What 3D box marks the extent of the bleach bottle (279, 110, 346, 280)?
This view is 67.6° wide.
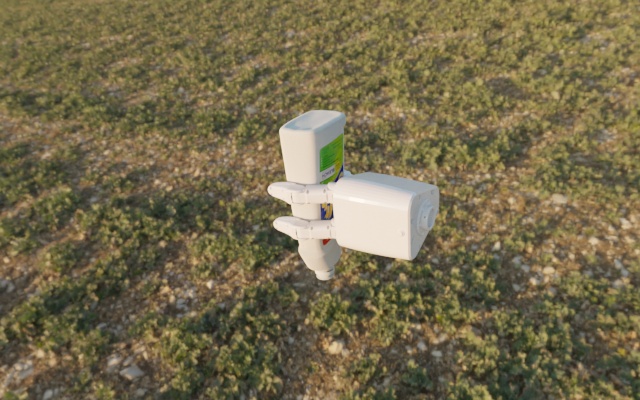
[{"bbox_3d":[0.000,0.002,0.704,0.068,0.251,0.102,11,31,31],"label":"bleach bottle"}]
